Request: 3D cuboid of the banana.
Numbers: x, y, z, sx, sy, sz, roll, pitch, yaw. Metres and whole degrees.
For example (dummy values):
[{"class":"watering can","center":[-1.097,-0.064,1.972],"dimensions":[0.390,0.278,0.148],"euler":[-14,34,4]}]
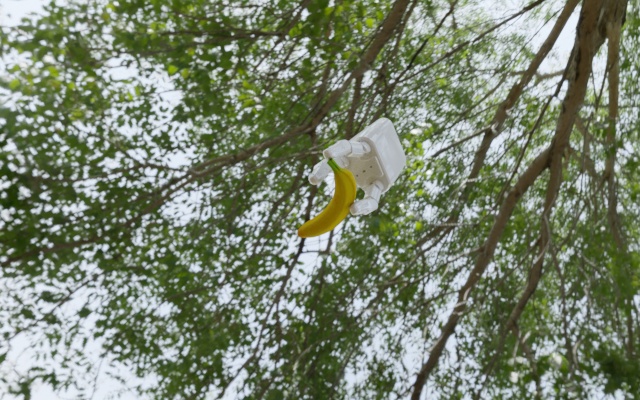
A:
[{"class":"banana","center":[0.017,0.010,0.832],"dimensions":[0.069,0.198,0.037],"euler":[31,42,7]}]
